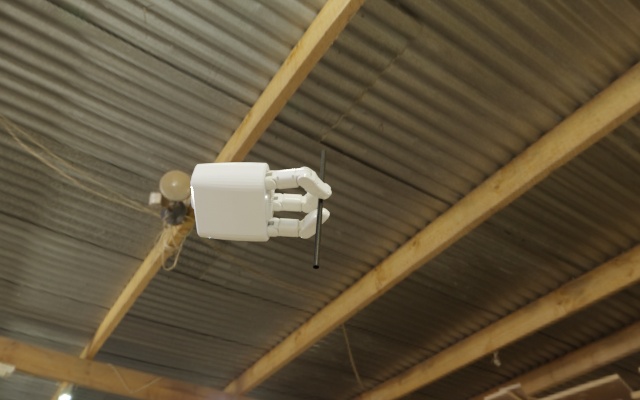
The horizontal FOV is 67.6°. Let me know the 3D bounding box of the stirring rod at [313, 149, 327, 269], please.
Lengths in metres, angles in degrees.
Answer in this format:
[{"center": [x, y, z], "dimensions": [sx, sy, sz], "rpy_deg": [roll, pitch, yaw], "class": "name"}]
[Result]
[{"center": [0.000, 0.002, 0.698], "dimensions": [0.011, 0.011, 0.239], "rpy_deg": [0, 44, 4], "class": "stirring rod"}]
